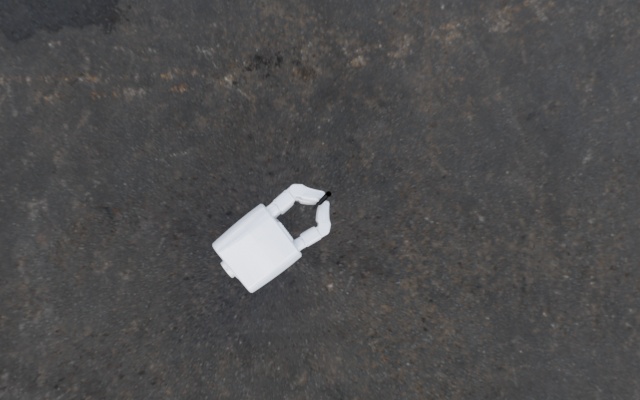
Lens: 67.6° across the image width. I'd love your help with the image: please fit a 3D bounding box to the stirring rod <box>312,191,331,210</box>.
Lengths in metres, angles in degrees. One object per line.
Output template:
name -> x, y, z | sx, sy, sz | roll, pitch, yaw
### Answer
stirring rod -> 0.000, 0.003, 0.797 | 0.011, 0.011, 0.239 | 0, -6, -6
